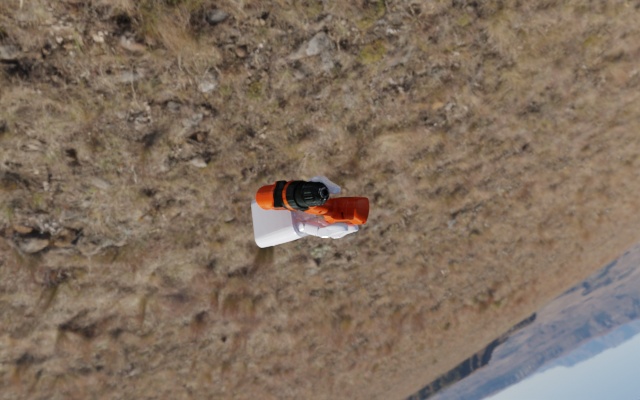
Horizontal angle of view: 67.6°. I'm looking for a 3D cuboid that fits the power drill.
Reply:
[{"bbox_3d":[0.000,0.003,0.876,0.188,0.057,0.184,15,-10,-39],"label":"power drill"}]
